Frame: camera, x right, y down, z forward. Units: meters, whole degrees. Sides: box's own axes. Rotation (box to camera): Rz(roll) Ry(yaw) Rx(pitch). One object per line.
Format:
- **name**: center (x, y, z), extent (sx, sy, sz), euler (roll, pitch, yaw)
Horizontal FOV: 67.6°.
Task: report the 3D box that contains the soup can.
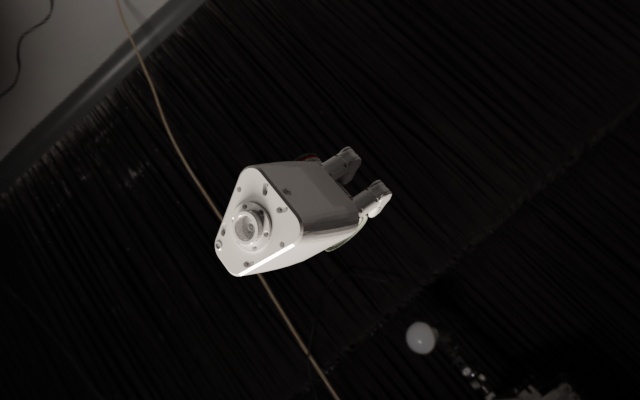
- **soup can**: center (0.000, 0.002, 0.576), extent (0.068, 0.102, 0.068), euler (-35, -20, -14)
